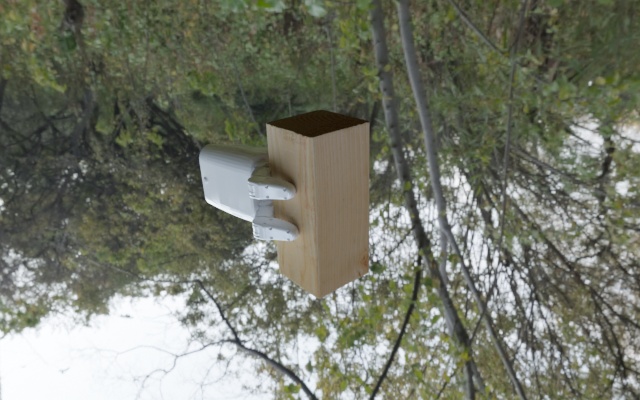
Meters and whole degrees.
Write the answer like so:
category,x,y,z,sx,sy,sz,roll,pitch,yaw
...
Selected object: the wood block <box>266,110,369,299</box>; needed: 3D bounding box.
category,x,y,z,sx,sy,sz,roll,pitch,yaw
wood block,0.000,0.002,0.598,0.091,0.206,0.090,-22,31,-35
